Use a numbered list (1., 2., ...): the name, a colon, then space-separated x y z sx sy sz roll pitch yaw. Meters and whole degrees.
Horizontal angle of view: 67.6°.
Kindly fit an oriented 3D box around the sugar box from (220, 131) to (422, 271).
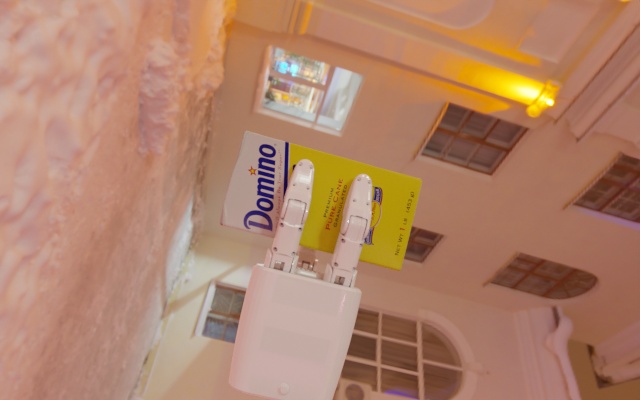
1. sugar box: 0.000 0.002 0.460 0.176 0.093 0.048 14 -5 -7
